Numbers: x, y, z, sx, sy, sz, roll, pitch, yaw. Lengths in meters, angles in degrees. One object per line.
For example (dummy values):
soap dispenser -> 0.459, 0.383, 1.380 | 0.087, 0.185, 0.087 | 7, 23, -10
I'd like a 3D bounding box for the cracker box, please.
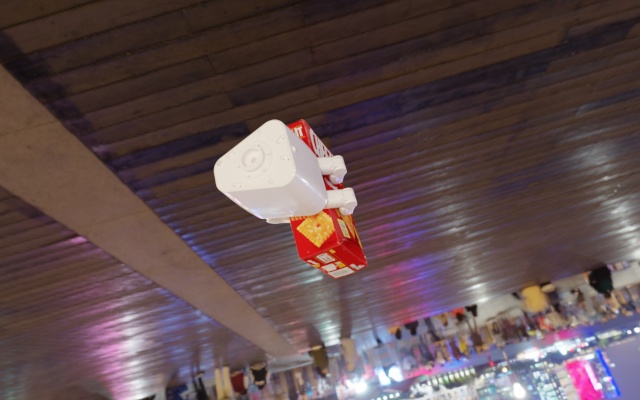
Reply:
cracker box -> 0.000, 0.003, 0.761 | 0.072, 0.213, 0.164 | -21, -25, 12
